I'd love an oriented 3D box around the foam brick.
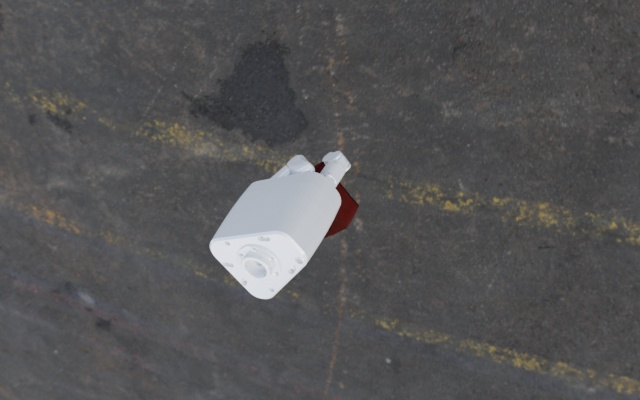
[{"bbox_3d":[0.000,0.002,0.601,0.053,0.078,0.051,-27,22,37],"label":"foam brick"}]
